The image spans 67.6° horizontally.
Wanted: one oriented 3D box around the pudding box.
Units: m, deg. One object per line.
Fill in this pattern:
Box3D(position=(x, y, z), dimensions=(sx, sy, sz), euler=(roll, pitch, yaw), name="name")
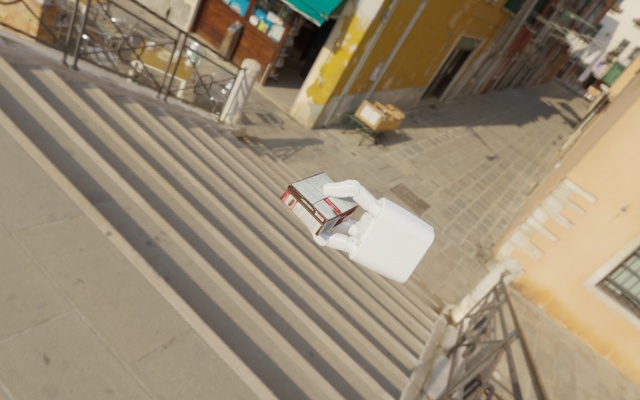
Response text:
Box3D(position=(0.000, 0.003, 0.795), dimensions=(0.090, 0.039, 0.113), euler=(44, 29, 14), name="pudding box")
